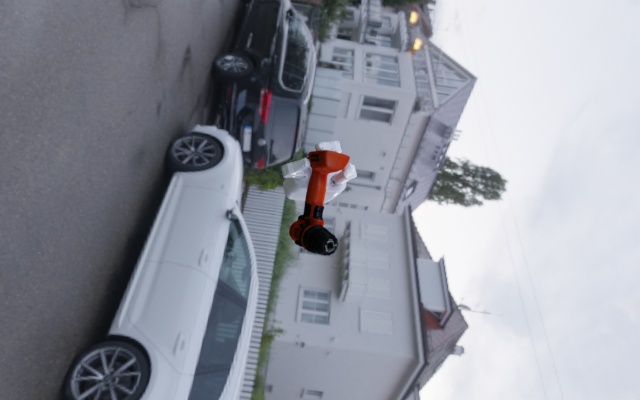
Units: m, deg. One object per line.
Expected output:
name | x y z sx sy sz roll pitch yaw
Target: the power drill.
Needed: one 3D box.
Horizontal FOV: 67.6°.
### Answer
power drill | 0.000 0.002 0.882 0.057 0.187 0.184 14 -1 -22
